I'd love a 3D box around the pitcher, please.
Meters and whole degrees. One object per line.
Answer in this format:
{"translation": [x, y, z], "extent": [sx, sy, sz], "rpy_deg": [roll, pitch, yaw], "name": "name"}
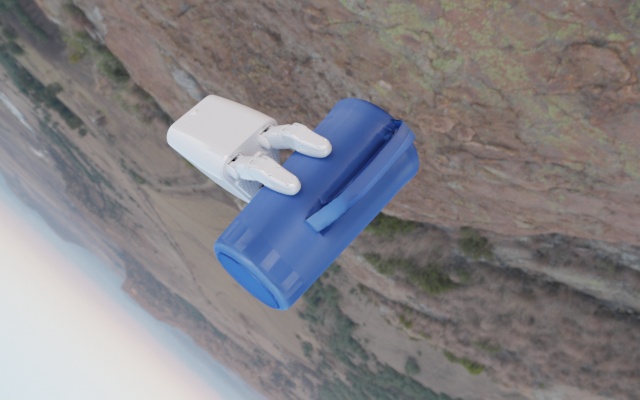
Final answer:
{"translation": [0.000, 0.002, 0.546], "extent": [0.145, 0.242, 0.149], "rpy_deg": [29, -26, 29], "name": "pitcher"}
